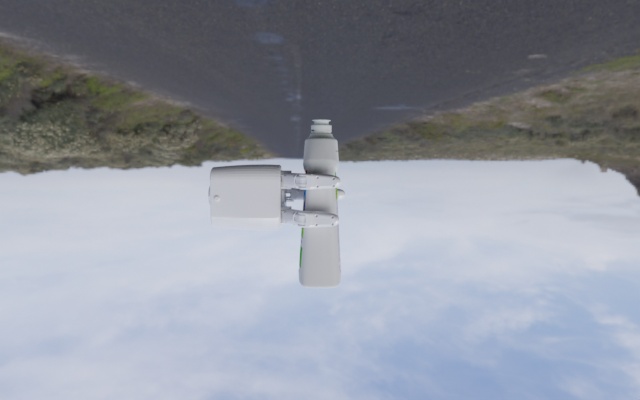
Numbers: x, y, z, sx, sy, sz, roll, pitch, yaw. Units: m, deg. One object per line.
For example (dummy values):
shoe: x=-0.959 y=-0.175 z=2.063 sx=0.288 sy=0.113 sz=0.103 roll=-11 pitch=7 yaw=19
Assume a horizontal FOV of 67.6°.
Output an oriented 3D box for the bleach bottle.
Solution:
bleach bottle: x=0.000 y=0.002 z=0.742 sx=0.068 sy=0.251 sz=0.102 roll=0 pitch=6 yaw=-1
